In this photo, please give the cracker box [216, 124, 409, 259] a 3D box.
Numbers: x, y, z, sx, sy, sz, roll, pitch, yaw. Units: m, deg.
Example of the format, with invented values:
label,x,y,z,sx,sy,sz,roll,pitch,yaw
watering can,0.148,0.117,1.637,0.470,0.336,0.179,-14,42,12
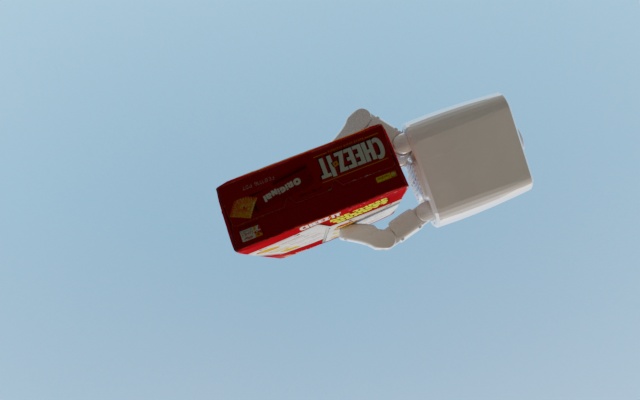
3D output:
label,x,y,z,sx,sy,sz,roll,pitch,yaw
cracker box,0.000,0.002,0.520,0.164,0.072,0.214,-22,-10,2
